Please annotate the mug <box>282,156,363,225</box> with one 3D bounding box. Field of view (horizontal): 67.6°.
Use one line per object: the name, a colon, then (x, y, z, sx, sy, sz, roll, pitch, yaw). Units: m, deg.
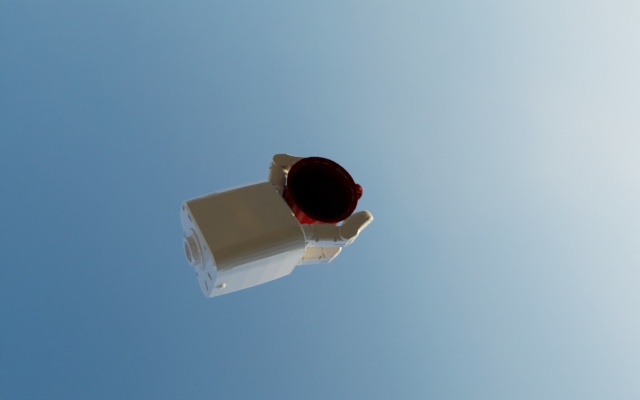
mug: (0.001, 0.002, 0.616, 0.117, 0.093, 0.081, -13, -23, -29)
